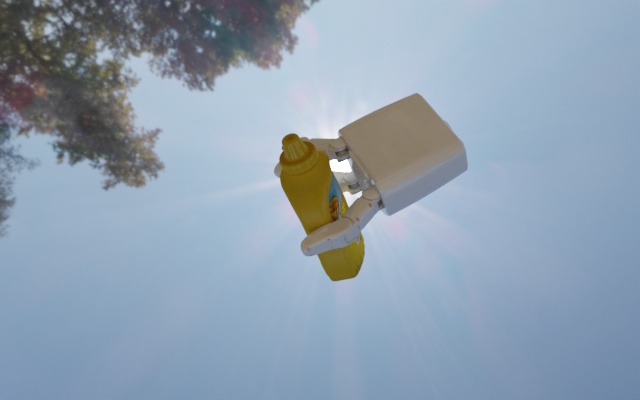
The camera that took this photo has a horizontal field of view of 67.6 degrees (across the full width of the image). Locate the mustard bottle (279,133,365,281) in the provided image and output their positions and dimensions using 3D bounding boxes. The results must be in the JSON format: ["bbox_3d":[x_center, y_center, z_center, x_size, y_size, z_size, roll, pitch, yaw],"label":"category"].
[{"bbox_3d":[0.000,0.002,0.545,0.058,0.096,0.192,-12,-47,14],"label":"mustard bottle"}]
